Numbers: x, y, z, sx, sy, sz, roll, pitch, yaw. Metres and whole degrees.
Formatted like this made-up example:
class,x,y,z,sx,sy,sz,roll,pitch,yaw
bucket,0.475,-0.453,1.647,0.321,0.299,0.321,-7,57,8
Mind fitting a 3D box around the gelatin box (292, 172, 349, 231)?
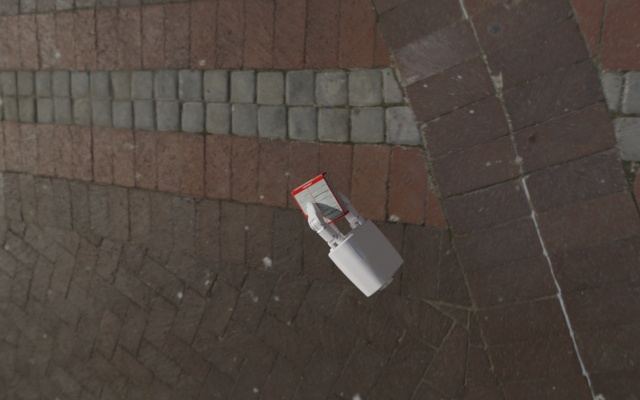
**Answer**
class,x,y,z,sx,sy,sz,roll,pitch,yaw
gelatin box,0.000,0.003,0.897,0.073,0.089,0.030,-29,5,23
